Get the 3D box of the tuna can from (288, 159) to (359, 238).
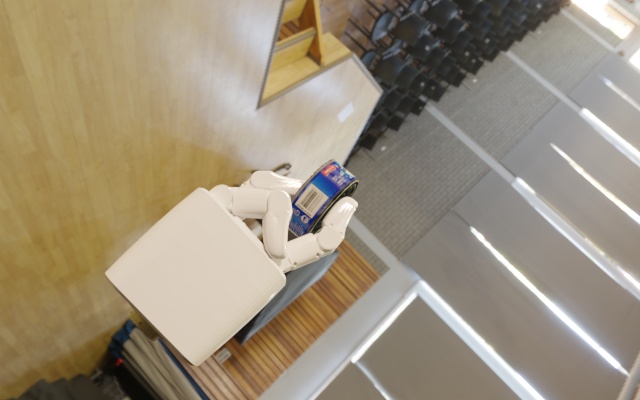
[{"bbox_3d":[0.001,0.002,0.485,0.033,0.086,0.086,40,8,10],"label":"tuna can"}]
